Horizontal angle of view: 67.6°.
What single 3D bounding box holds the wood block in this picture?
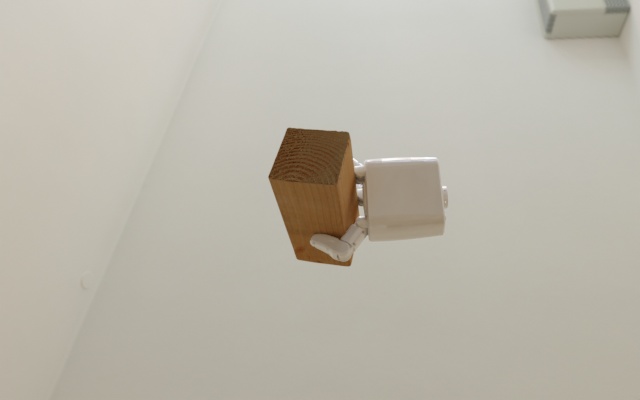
[{"bbox_3d":[0.000,0.003,0.684,0.090,0.090,0.206,6,-35,14],"label":"wood block"}]
